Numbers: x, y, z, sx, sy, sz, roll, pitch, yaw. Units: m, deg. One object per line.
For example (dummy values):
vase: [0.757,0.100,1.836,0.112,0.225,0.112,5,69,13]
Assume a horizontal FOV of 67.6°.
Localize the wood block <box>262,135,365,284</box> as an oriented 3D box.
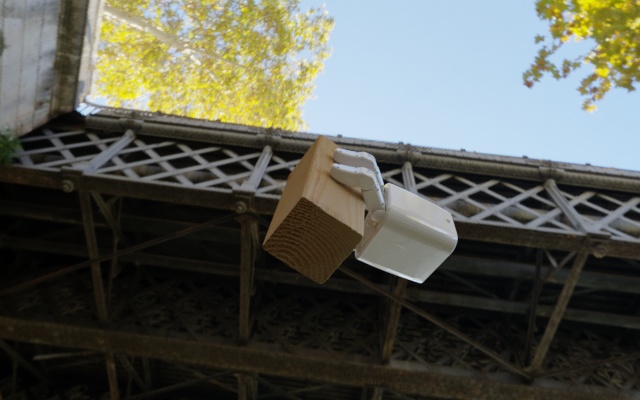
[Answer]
wood block: [0.000,0.002,0.647,0.090,0.091,0.206,33,26,-11]
